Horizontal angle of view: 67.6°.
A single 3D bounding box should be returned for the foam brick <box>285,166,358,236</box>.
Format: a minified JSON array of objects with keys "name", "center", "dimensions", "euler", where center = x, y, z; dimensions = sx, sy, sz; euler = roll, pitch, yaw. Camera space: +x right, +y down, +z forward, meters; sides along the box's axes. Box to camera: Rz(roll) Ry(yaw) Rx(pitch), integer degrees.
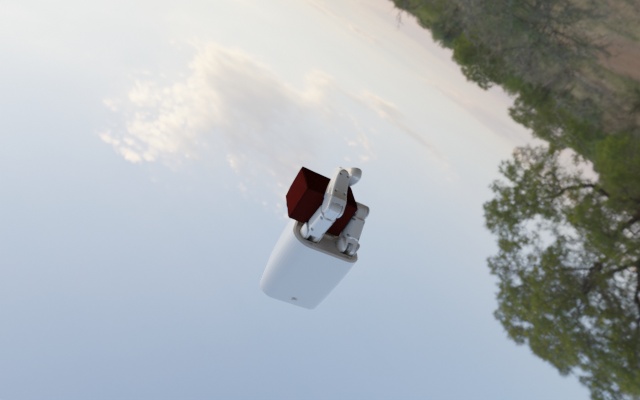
[{"name":"foam brick","center":[0.000,0.002,0.619],"dimensions":[0.078,0.051,0.053],"euler":[23,29,-23]}]
